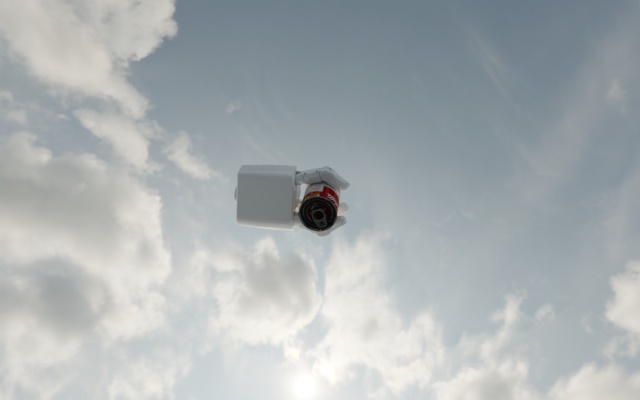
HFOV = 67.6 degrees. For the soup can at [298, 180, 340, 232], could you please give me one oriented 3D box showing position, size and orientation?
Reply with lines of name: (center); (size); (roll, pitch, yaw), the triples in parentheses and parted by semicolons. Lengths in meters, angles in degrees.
soup can: (0.001, 0.003, 0.868); (0.068, 0.068, 0.102); (0, 25, 6)
